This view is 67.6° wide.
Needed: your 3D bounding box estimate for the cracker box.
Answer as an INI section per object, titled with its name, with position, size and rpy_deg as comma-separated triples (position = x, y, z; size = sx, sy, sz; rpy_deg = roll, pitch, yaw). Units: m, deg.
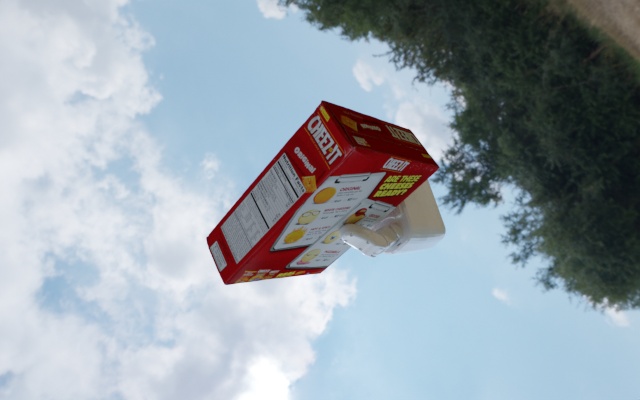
[cracker box]
position = 0.000, 0.002, 0.525
size = 0.164, 0.072, 0.214
rpy_deg = 4, -43, -51
